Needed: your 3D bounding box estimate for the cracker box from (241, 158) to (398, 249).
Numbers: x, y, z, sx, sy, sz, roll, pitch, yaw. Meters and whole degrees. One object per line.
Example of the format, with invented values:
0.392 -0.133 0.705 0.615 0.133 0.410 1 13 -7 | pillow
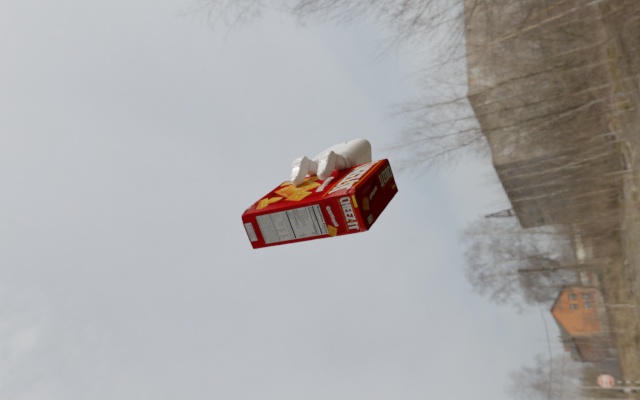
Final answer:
0.000 0.003 0.790 0.214 0.072 0.164 -12 17 29 | cracker box
